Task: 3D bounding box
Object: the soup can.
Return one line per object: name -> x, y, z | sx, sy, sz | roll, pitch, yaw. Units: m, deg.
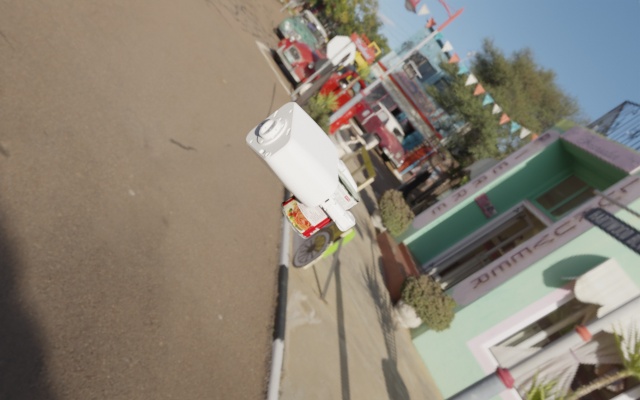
soup can -> 0.001, 0.003, 0.730 | 0.102, 0.068, 0.068 | -35, -8, 11
